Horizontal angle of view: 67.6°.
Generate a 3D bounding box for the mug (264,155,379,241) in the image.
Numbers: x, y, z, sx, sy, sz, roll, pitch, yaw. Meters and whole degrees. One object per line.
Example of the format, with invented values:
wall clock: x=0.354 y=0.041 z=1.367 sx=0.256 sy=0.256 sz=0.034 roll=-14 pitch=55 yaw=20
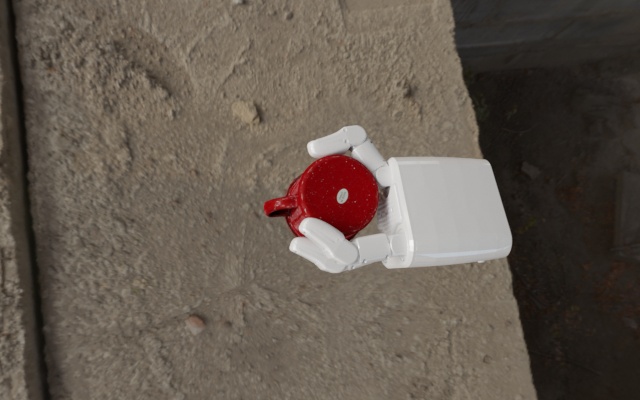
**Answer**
mug: x=-0.001 y=0.002 z=0.494 sx=0.117 sy=0.093 sz=0.081 roll=-3 pitch=-10 yaw=-11
